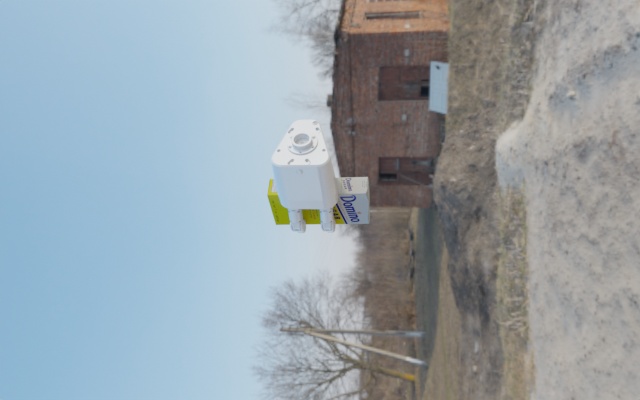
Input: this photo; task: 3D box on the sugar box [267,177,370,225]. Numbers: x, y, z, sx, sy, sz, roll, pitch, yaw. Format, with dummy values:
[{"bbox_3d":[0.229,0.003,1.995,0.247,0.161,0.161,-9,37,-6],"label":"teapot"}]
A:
[{"bbox_3d":[0.000,0.003,0.860,0.176,0.048,0.093,0,-38,8],"label":"sugar box"}]
